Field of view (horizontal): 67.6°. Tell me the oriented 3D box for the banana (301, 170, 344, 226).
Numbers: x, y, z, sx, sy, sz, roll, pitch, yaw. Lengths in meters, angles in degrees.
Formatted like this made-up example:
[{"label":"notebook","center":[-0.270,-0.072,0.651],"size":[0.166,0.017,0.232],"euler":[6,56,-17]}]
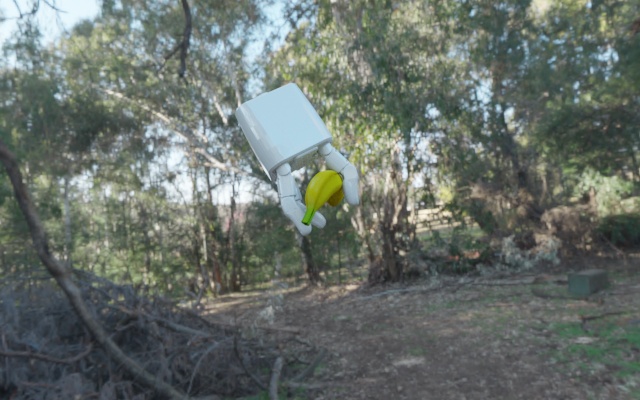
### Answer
[{"label":"banana","center":[0.008,-0.013,0.713],"size":[0.037,0.069,0.198],"euler":[31,13,10]}]
